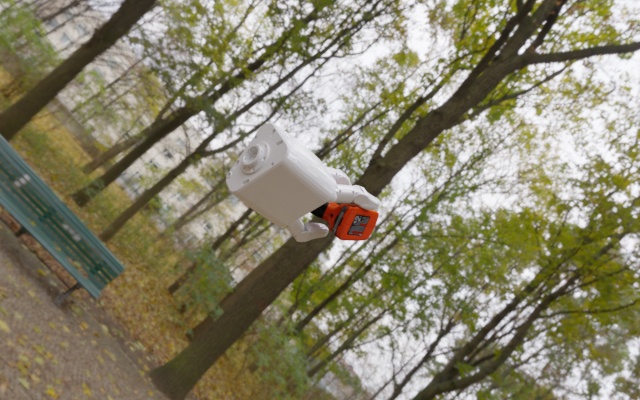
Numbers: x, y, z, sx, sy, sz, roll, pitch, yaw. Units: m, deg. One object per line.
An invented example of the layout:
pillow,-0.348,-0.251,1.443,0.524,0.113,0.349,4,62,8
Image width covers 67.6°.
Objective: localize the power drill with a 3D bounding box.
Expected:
power drill,0.000,0.003,0.797,0.187,0.057,0.184,28,11,29
